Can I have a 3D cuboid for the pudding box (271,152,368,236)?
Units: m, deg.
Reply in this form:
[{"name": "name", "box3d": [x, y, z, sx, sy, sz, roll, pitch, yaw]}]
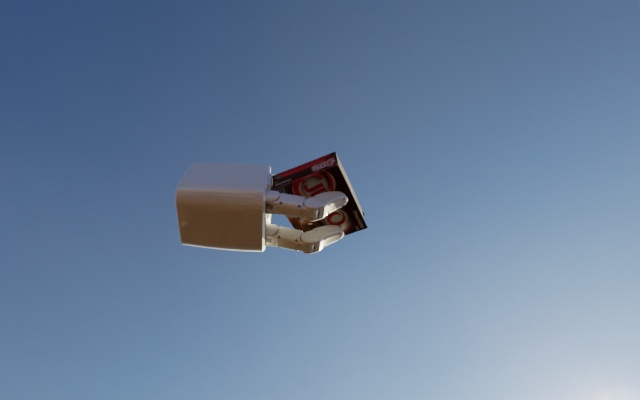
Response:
[{"name": "pudding box", "box3d": [0.000, 0.002, 0.621, 0.090, 0.114, 0.039, -20, 38, 12]}]
